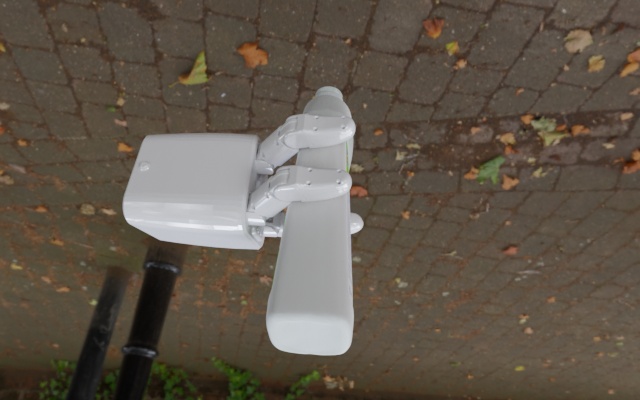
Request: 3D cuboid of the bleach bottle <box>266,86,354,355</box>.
[{"bbox_3d":[0.000,0.001,0.436,0.068,0.250,0.103,3,-33,2],"label":"bleach bottle"}]
